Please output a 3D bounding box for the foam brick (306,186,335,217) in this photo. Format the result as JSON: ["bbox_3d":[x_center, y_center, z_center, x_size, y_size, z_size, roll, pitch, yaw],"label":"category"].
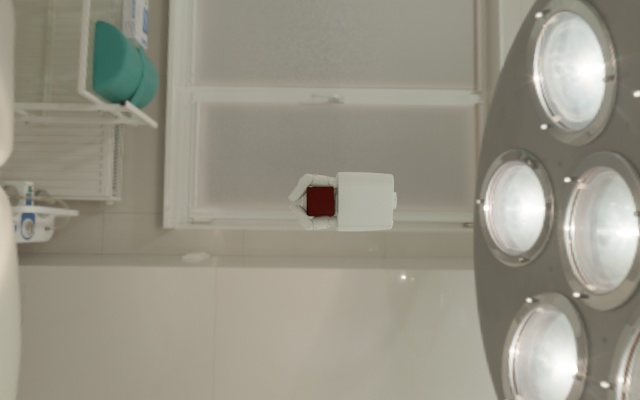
[{"bbox_3d":[0.000,0.003,0.897,0.051,0.053,0.078,-1,-4,0],"label":"foam brick"}]
